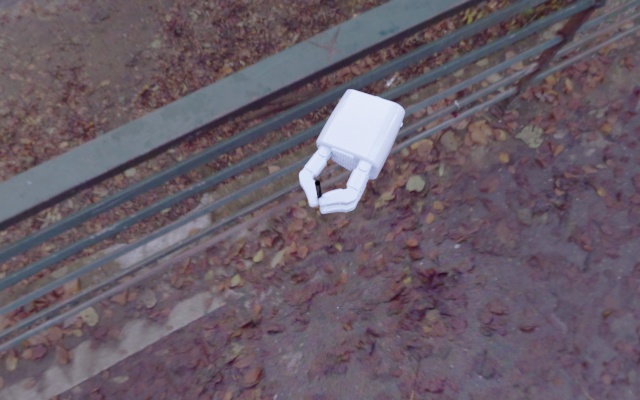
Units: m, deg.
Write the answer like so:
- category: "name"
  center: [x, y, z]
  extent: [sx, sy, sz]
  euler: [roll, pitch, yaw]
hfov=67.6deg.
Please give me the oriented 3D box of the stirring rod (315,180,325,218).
- category: "stirring rod"
  center: [0.000, 0.002, 0.767]
  extent: [0.011, 0.011, 0.239]
  euler: [0, -13, 2]
